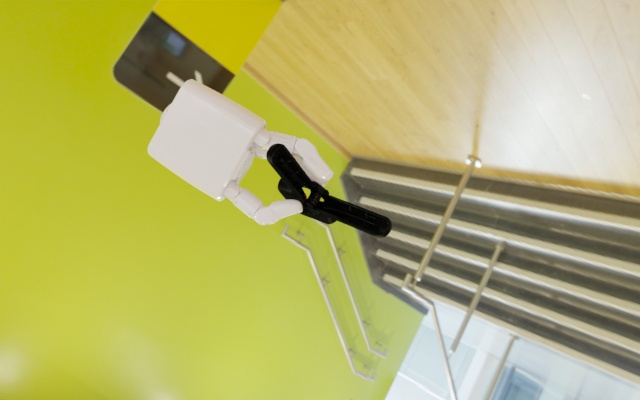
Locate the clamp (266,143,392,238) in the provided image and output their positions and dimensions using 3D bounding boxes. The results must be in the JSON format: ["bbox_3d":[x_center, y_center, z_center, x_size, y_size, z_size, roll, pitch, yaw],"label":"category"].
[{"bbox_3d":[-0.001,0.003,0.614,0.164,0.036,0.210,34,-11,-2],"label":"clamp"}]
